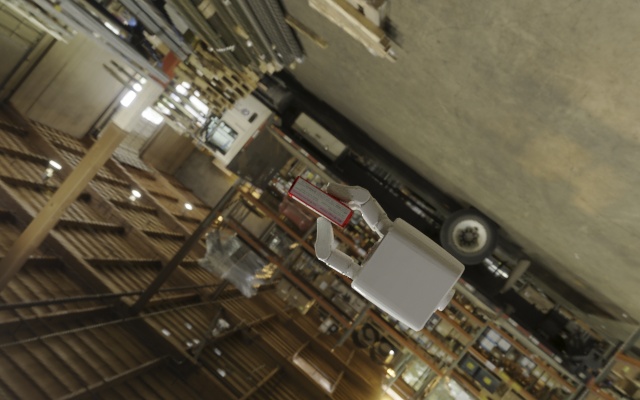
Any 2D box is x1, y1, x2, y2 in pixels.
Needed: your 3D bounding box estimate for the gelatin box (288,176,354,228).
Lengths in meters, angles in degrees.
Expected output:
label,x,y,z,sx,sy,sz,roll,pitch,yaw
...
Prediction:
label,x,y,z,sx,sy,sz,roll,pitch,yaw
gelatin box,0.000,0.002,0.653,0.089,0.030,0.073,32,-2,-1
